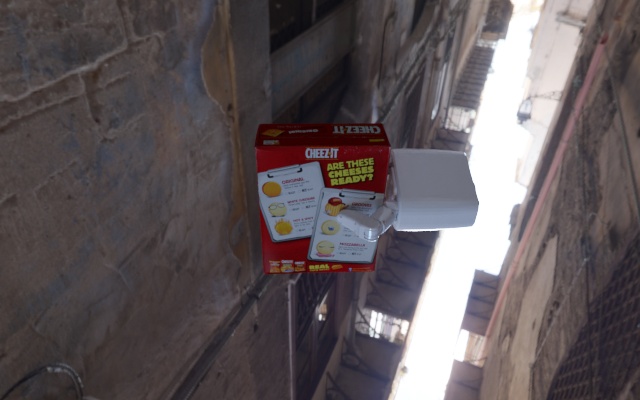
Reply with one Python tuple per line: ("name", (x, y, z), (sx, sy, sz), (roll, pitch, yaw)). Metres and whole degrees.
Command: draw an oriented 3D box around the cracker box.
("cracker box", (0.000, 0.002, 0.651), (0.164, 0.214, 0.072), (-1, 37, -3))
